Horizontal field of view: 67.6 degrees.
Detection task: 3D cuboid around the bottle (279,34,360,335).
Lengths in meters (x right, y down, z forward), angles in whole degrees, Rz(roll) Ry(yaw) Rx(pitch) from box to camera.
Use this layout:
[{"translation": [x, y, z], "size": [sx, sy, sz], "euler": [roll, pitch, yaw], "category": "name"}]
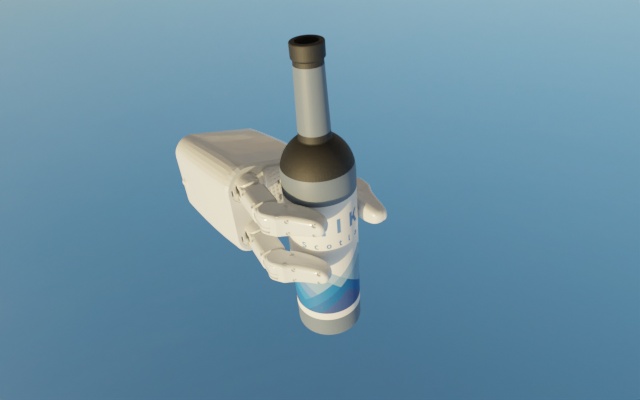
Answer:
[{"translation": [0.000, 0.002, 0.435], "size": [0.069, 0.296, 0.069], "euler": [-3, 36, 2], "category": "bottle"}]
